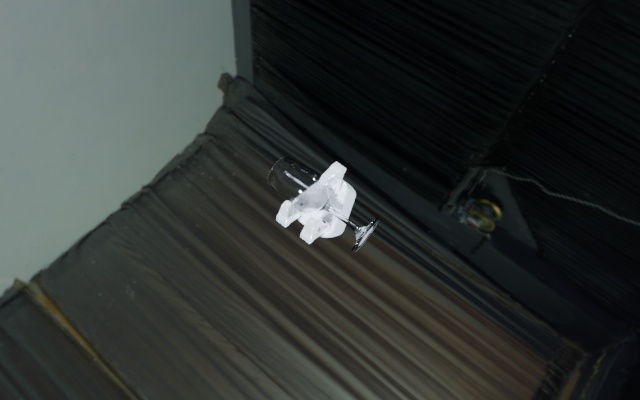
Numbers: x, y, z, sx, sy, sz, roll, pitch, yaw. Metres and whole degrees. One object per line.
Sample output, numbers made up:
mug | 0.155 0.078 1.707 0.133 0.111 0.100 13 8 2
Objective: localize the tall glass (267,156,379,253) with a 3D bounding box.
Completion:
tall glass | 0.001 0.003 0.841 0.201 0.079 0.079 37 11 15
